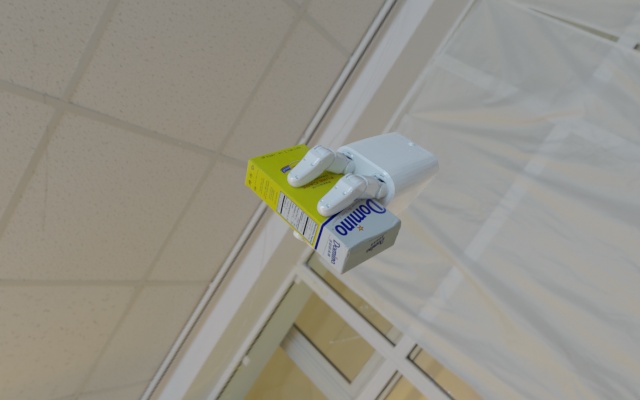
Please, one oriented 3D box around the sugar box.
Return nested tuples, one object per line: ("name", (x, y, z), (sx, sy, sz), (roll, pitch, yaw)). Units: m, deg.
("sugar box", (0.000, 0.001, 0.562), (0.093, 0.048, 0.176), (-23, 49, -40))
